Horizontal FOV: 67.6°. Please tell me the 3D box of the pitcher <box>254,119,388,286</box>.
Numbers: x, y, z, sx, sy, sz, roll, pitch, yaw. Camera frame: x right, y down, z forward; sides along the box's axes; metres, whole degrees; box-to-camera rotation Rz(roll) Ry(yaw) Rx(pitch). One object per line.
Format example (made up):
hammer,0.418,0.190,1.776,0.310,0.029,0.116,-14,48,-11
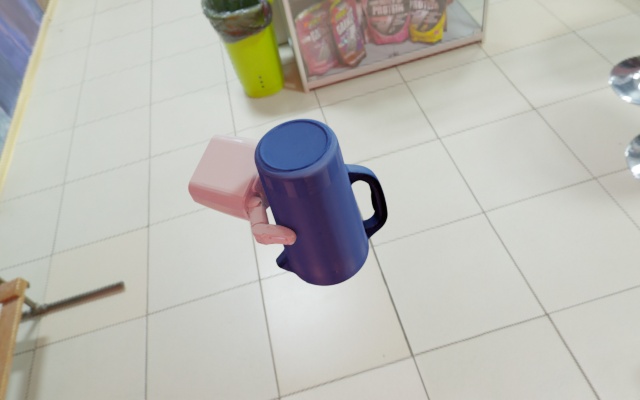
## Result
pitcher,0.000,0.002,0.679,0.145,0.149,0.243,15,-34,24
